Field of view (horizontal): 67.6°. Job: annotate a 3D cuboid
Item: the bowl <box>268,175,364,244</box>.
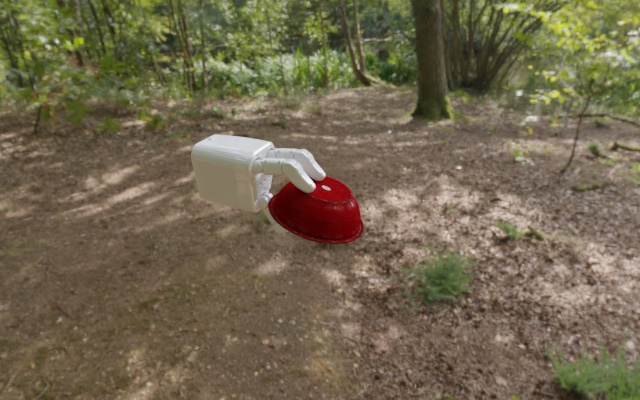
[{"bbox_3d":[0.002,0.002,0.769,0.162,0.055,0.162,14,27,-7],"label":"bowl"}]
